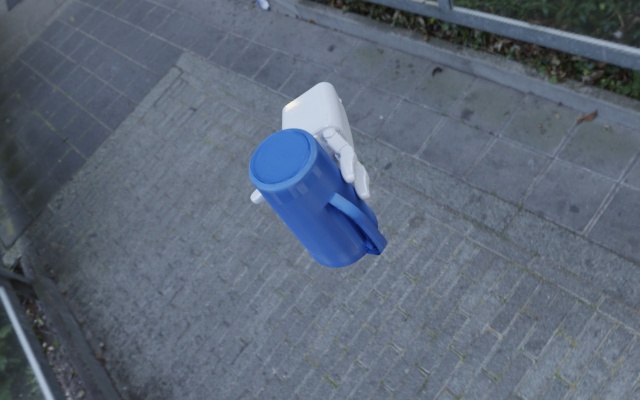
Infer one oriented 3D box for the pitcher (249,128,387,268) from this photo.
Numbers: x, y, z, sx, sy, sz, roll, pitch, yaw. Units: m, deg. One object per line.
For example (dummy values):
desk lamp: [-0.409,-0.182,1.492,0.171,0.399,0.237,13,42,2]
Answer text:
pitcher: [0.000,0.002,0.744,0.149,0.145,0.243,-19,-37,16]
